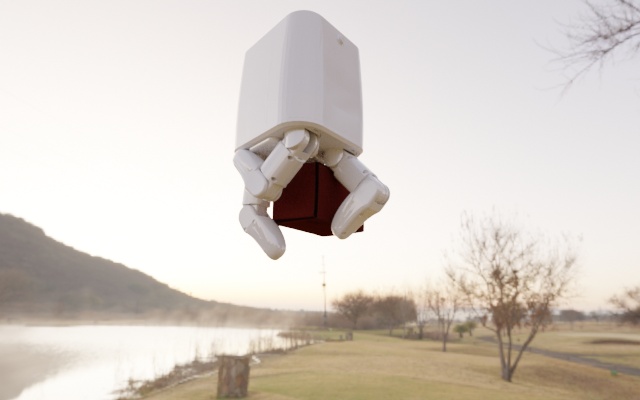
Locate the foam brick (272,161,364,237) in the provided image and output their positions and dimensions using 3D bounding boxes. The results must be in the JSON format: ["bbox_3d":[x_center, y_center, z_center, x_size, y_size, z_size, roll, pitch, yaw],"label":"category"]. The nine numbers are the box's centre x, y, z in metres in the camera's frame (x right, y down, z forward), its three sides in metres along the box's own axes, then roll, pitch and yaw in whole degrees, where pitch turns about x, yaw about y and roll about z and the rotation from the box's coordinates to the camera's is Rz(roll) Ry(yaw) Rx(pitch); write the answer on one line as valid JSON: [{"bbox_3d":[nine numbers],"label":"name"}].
[{"bbox_3d":[0.000,0.002,0.445,0.053,0.051,0.078,-9,-17,35],"label":"foam brick"}]
